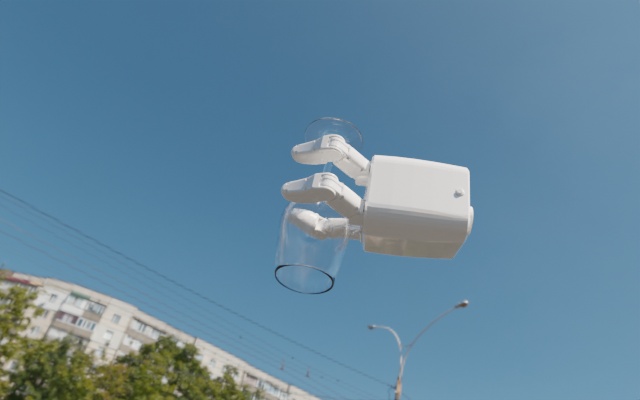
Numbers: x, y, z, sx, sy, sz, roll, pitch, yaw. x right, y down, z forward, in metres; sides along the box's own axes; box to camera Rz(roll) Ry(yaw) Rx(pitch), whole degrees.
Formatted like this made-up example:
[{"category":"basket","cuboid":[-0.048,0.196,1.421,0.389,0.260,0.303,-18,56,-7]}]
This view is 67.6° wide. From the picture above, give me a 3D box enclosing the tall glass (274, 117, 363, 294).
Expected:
[{"category":"tall glass","cuboid":[0.000,0.001,0.540,0.079,0.201,0.079,8,-36,6]}]
